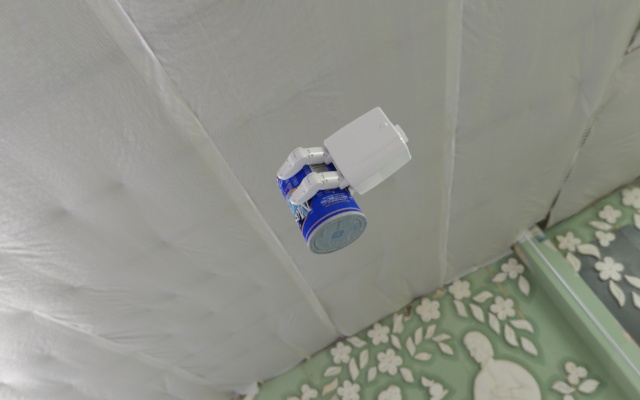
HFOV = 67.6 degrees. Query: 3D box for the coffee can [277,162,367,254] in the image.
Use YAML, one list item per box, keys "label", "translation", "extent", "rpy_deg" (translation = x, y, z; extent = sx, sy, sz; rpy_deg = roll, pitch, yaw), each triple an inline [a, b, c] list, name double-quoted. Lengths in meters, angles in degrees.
- label: "coffee can"
  translation: [0.000, 0.003, 0.787]
  extent: [0.103, 0.140, 0.103]
  rpy_deg: [-20, -32, -13]
